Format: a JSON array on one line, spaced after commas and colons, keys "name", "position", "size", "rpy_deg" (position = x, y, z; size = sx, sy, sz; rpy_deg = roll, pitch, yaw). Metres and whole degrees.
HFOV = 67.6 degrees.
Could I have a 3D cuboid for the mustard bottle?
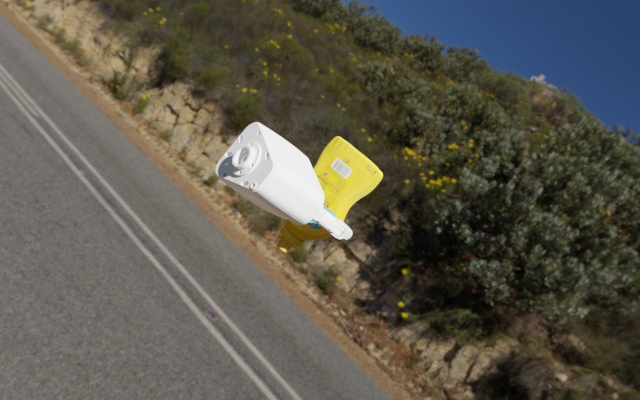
[{"name": "mustard bottle", "position": [0.000, 0.002, 0.733], "size": [0.096, 0.191, 0.058], "rpy_deg": [42, 5, 19]}]
